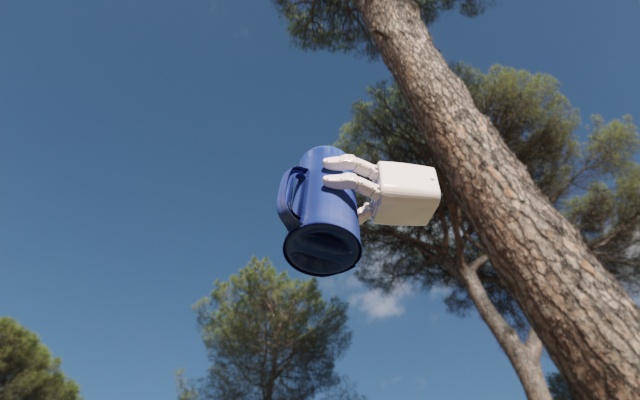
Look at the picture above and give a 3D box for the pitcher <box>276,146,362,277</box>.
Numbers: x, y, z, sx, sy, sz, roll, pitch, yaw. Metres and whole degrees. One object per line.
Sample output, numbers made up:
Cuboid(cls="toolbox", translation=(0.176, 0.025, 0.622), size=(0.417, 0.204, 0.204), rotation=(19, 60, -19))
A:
Cuboid(cls="pitcher", translation=(0.000, 0.003, 0.872), size=(0.145, 0.149, 0.242), rotation=(3, 42, 0))
